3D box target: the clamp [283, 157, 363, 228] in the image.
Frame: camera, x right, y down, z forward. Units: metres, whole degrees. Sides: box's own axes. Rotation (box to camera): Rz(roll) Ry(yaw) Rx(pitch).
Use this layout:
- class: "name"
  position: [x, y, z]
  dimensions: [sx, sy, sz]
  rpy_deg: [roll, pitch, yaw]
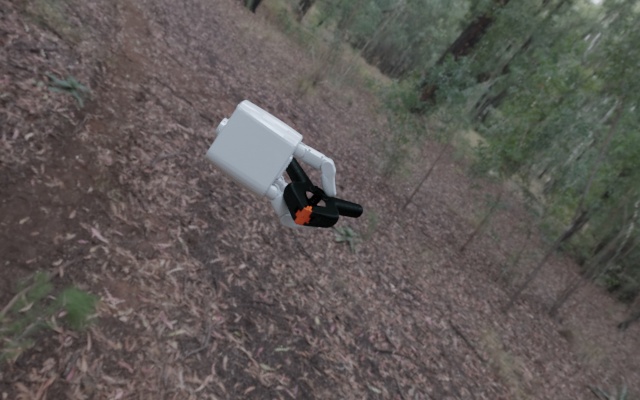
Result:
- class: "clamp"
  position: [0.000, 0.002, 0.760]
  dimensions: [0.164, 0.036, 0.210]
  rpy_deg: [32, 17, -7]
